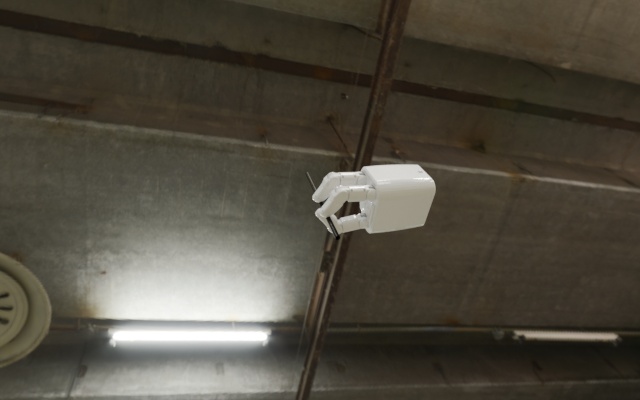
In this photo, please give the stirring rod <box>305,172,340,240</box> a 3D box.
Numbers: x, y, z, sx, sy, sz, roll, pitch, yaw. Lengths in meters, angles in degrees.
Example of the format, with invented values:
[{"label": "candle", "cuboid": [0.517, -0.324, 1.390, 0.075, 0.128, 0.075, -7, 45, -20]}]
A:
[{"label": "stirring rod", "cuboid": [0.000, 0.003, 0.844, 0.011, 0.011, 0.239, 0, 27, -15]}]
